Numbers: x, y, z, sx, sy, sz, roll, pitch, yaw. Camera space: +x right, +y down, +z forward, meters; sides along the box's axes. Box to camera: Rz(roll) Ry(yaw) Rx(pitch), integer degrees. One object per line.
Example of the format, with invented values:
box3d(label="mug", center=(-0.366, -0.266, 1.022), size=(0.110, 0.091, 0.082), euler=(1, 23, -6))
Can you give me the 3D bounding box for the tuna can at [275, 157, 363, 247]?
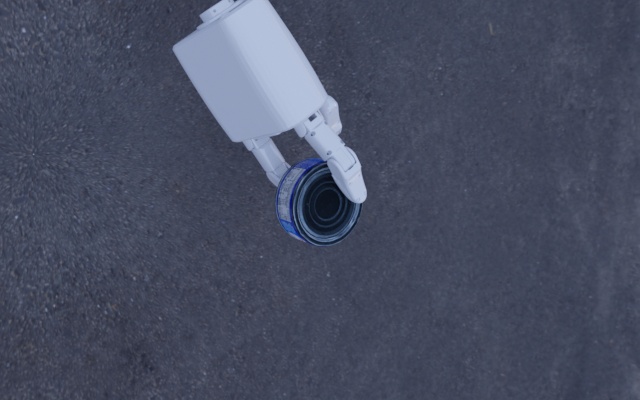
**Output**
box3d(label="tuna can", center=(0.000, 0.002, 0.471), size=(0.086, 0.086, 0.033), euler=(0, 9, -35))
